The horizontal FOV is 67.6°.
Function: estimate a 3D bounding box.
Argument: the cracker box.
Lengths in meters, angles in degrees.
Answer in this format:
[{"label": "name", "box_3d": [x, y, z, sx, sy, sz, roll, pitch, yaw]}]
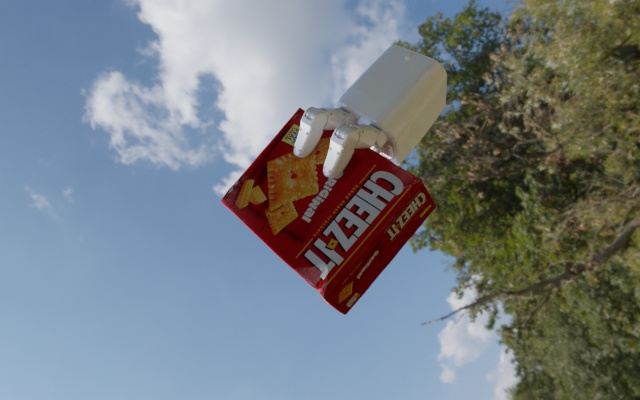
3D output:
[{"label": "cracker box", "box_3d": [0.000, 0.002, 0.576, 0.213, 0.164, 0.072, 37, -6, 38]}]
